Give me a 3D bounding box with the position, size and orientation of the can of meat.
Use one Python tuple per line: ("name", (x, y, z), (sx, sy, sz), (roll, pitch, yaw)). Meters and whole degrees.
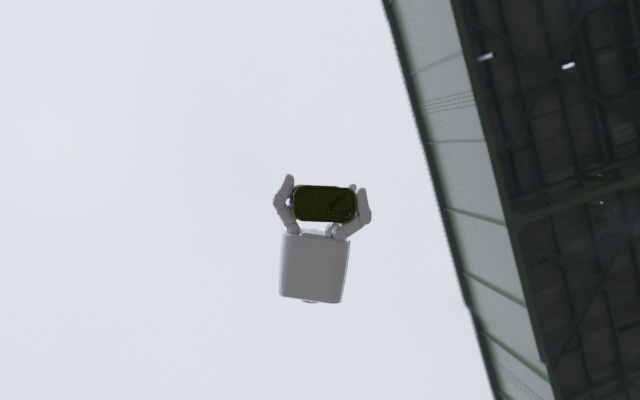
("can of meat", (0.000, 0.002, 0.787), (0.102, 0.057, 0.084), (2, 5, -10))
